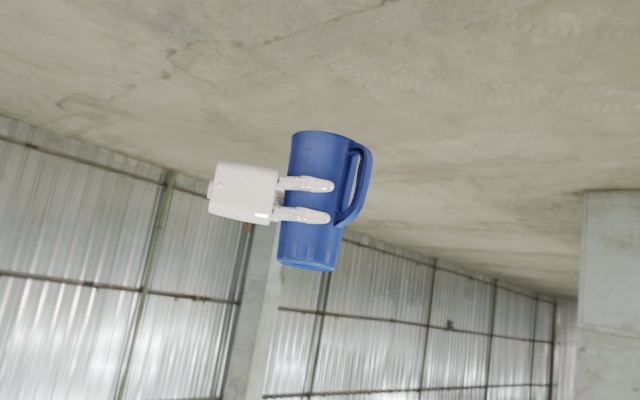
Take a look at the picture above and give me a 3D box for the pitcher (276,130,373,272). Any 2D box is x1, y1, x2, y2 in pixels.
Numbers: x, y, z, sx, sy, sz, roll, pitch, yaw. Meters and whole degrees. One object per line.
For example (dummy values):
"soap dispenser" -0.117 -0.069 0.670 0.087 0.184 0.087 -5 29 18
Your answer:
"pitcher" 0.000 0.003 0.869 0.145 0.242 0.149 11 -11 -6
